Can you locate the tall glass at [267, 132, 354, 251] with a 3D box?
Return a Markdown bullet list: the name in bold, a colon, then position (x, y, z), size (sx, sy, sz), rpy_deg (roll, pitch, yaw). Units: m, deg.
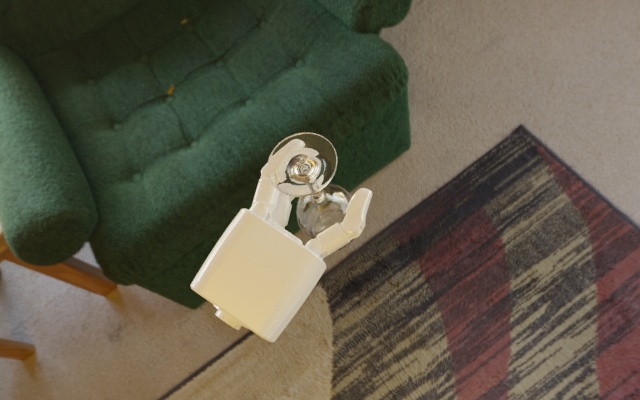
- **tall glass**: position (0.000, 0.002, 0.578), size (0.079, 0.079, 0.201), rpy_deg (0, -23, 13)
